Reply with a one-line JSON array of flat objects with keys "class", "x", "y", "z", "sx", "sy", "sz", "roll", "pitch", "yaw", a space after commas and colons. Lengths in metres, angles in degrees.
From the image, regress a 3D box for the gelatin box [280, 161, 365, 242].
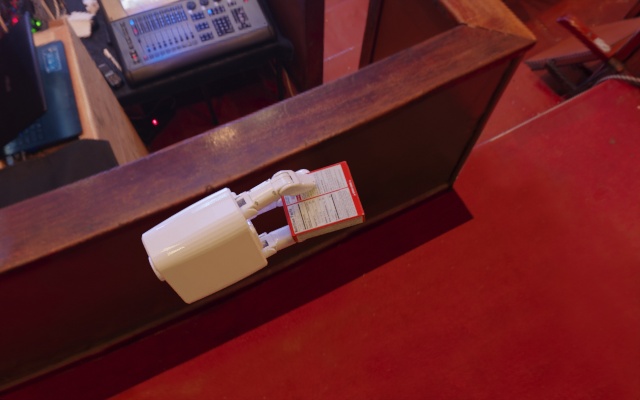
[{"class": "gelatin box", "x": 0.000, "y": 0.002, "z": 0.571, "sx": 0.089, "sy": 0.073, "sz": 0.030, "roll": -17, "pitch": -22, "yaw": -1}]
